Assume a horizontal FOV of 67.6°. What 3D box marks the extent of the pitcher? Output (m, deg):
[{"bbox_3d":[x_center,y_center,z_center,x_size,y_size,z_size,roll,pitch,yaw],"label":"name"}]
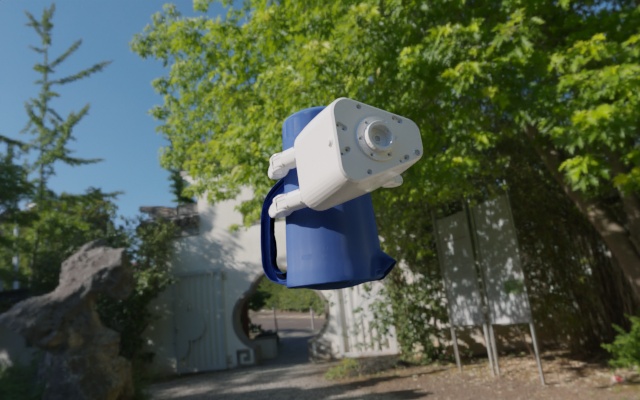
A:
[{"bbox_3d":[0.000,0.002,0.663,0.149,0.242,0.145,-1,-14,-23],"label":"pitcher"}]
